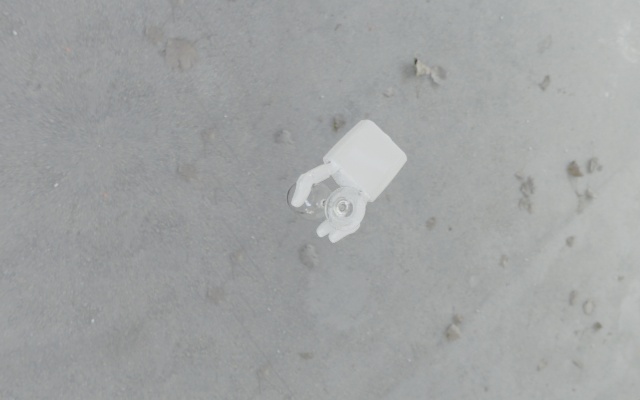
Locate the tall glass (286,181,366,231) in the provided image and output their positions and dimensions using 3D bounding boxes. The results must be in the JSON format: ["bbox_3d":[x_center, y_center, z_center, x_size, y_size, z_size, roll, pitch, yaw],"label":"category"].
[{"bbox_3d":[0.000,0.003,0.863,0.079,0.079,0.201,0,6,-25],"label":"tall glass"}]
